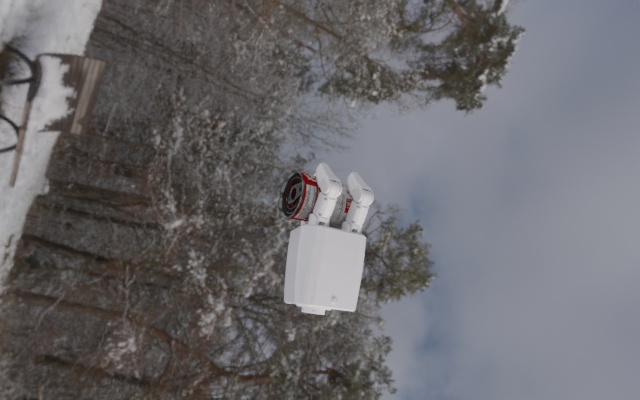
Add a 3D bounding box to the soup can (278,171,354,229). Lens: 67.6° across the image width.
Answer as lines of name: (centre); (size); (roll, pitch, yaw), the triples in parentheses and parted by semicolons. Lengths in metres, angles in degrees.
soup can: (0.000, 0.002, 0.685); (0.102, 0.068, 0.068); (14, -7, -30)
